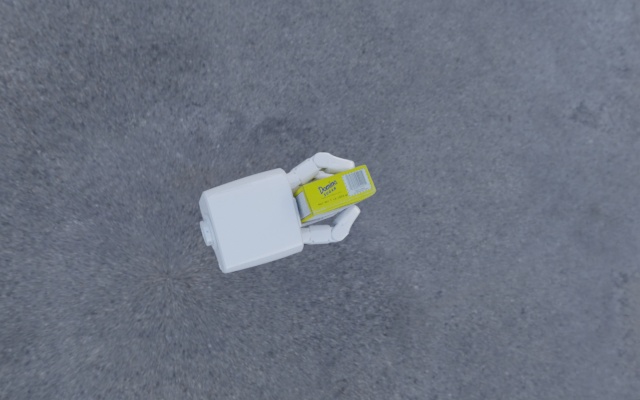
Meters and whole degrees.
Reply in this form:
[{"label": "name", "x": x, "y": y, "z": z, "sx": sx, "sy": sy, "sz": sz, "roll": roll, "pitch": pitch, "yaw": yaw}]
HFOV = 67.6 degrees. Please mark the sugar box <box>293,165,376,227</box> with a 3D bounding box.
[{"label": "sugar box", "x": 0.000, "y": 0.002, "z": 0.674, "sx": 0.093, "sy": 0.048, "sz": 0.176, "roll": -19, "pitch": -3, "yaw": -20}]
